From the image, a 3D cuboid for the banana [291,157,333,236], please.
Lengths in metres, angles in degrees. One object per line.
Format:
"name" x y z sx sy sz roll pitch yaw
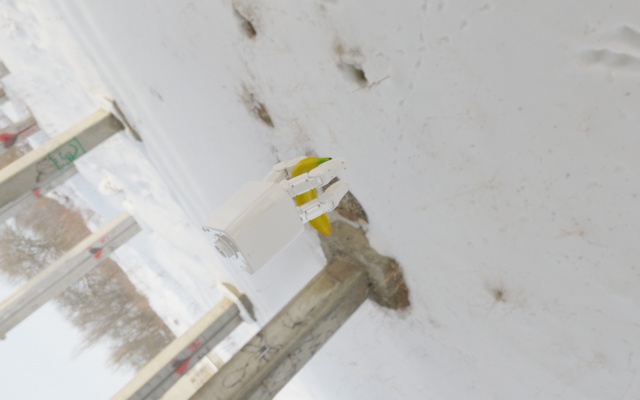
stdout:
"banana" -0.015 -0.008 0.784 0.069 0.037 0.198 31 -30 23
